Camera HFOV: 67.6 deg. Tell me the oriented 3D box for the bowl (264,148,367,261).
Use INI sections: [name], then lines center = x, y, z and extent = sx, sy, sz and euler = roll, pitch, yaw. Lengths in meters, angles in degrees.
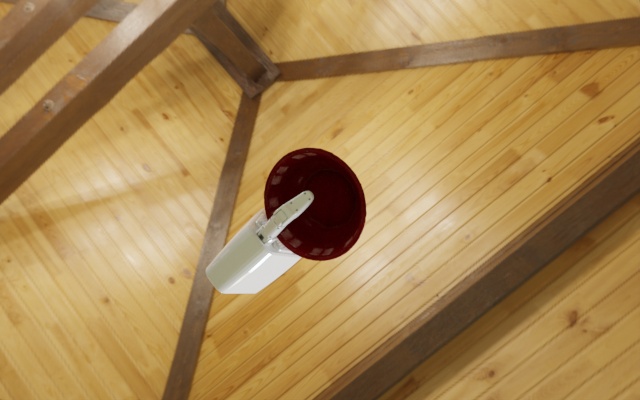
[bowl]
center = 0.001, 0.002, 0.686
extent = 0.162, 0.162, 0.055
euler = 0, 11, 28
